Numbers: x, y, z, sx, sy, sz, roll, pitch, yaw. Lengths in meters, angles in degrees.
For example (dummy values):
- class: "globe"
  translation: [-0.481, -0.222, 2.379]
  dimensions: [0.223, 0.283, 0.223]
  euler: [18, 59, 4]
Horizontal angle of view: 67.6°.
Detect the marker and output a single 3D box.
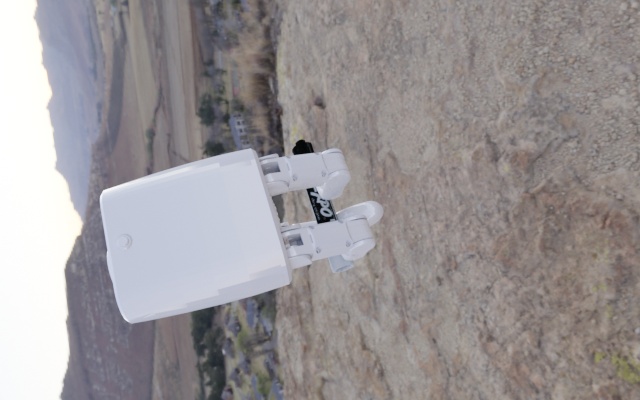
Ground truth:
- class: "marker"
  translation: [0.000, 0.001, 0.402]
  dimensions: [0.020, 0.121, 0.020]
  euler: [-17, -21, -7]
